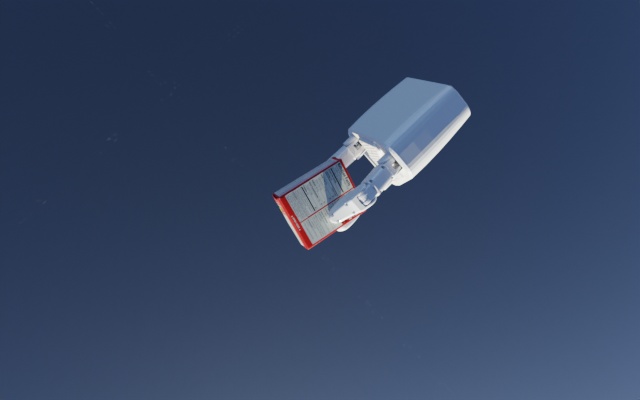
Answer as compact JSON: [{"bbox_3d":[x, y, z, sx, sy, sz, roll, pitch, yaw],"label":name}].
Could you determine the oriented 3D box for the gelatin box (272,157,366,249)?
[{"bbox_3d":[0.000,0.002,0.560,0.089,0.073,0.030,-33,21,-12],"label":"gelatin box"}]
